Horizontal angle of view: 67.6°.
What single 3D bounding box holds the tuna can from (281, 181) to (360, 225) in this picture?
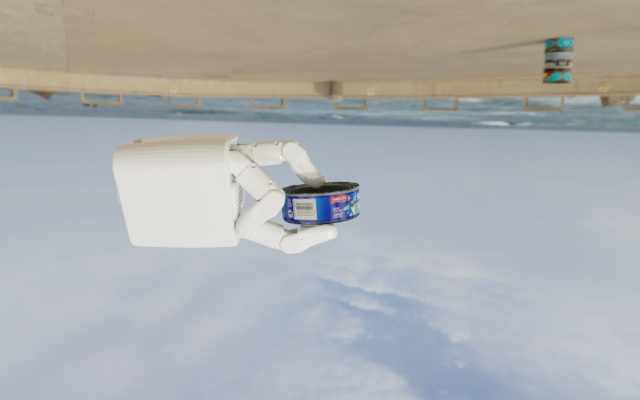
[{"bbox_3d":[0.000,0.002,0.515,0.086,0.034,0.086,-4,9,1],"label":"tuna can"}]
